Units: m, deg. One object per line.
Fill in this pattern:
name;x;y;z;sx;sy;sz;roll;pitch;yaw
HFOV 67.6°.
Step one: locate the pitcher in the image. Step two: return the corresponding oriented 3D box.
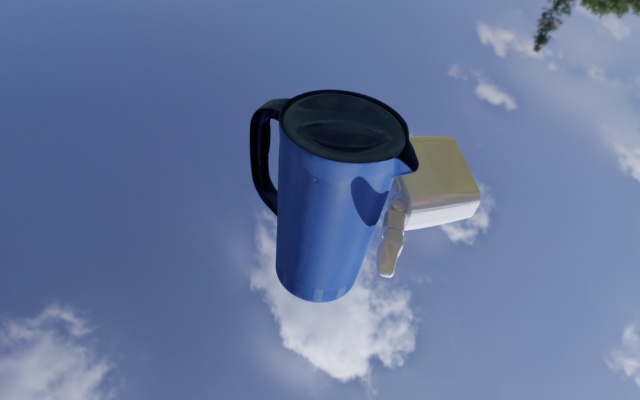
pitcher;0.000;0.002;0.555;0.145;0.243;0.149;-7;44;-19
